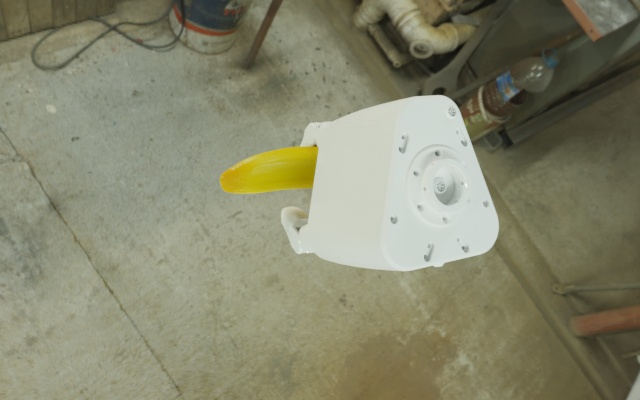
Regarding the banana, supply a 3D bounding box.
[{"bbox_3d":[0.010,-0.015,0.440,0.198,0.069,0.037,17,12,-27],"label":"banana"}]
